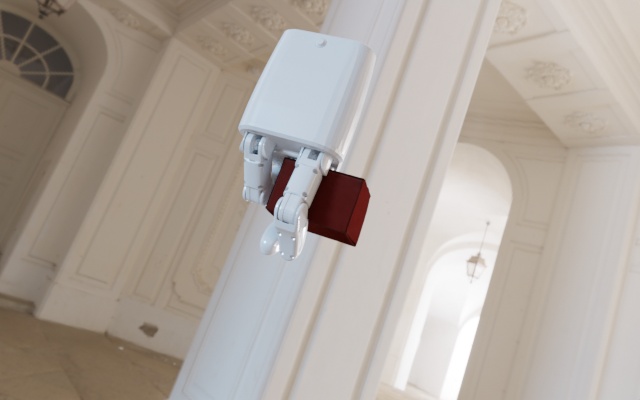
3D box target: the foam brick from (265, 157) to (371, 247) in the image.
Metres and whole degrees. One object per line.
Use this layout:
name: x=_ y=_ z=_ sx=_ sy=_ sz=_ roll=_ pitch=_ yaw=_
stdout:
foam brick: x=0.000 y=0.002 z=0.427 sx=0.078 sy=0.051 sz=0.053 roll=17 pitch=-13 yaw=17
